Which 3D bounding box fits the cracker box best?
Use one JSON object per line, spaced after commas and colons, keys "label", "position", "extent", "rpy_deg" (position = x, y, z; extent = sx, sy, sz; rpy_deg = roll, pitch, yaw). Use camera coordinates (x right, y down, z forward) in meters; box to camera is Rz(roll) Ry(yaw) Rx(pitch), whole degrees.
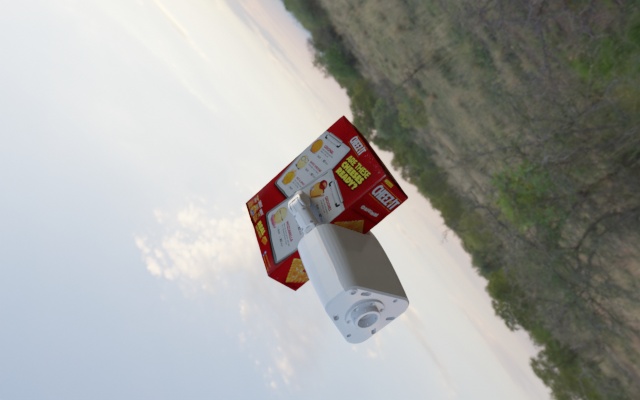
{"label": "cracker box", "position": [0.000, 0.002, 0.701], "extent": [0.072, 0.214, 0.164], "rpy_deg": [38, 17, -40]}
